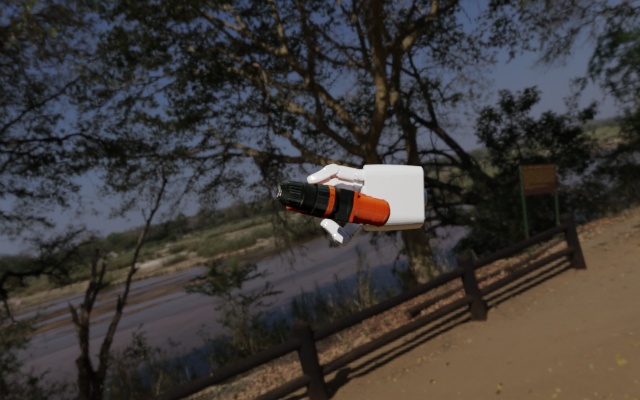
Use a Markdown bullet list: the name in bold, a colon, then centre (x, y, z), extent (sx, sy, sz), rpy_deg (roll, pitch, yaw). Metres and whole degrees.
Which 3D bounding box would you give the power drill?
- **power drill**: centre (0.000, 0.003, 0.797), extent (0.184, 0.057, 0.187), rpy_deg (14, -1, -18)
